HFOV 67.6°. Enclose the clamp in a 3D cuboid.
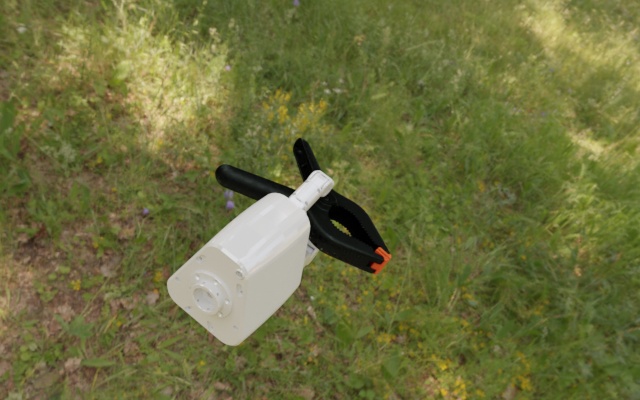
[{"bbox_3d":[0.001,0.002,0.570,0.210,0.036,0.164,38,36,8],"label":"clamp"}]
